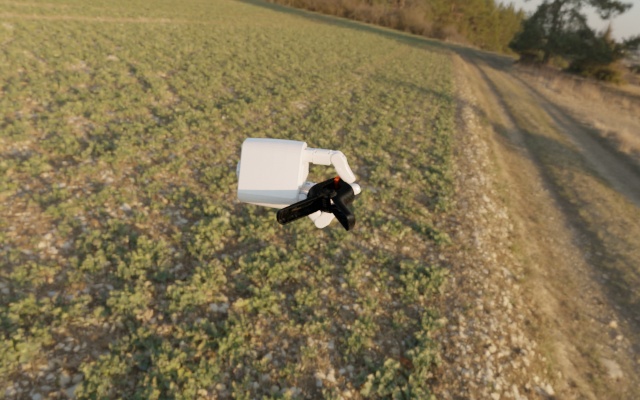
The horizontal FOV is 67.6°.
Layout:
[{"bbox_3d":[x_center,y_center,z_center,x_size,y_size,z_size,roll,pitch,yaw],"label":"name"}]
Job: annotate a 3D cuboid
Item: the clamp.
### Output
[{"bbox_3d":[0.000,0.002,0.767,0.120,0.039,0.171,6,21,5],"label":"clamp"}]
